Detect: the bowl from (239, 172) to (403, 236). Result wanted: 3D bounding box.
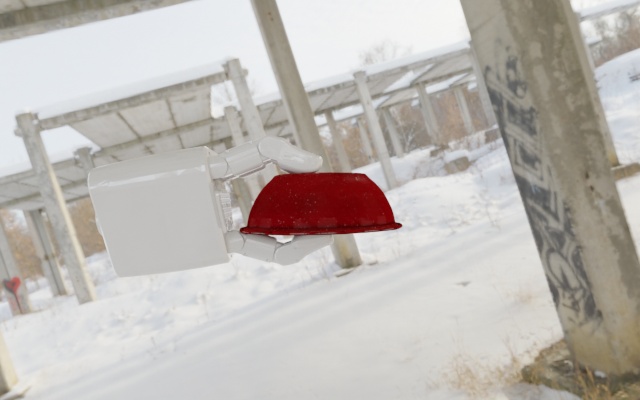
[{"bbox_3d":[0.001,0.001,0.476,0.162,0.055,0.162,-1,0,0],"label":"bowl"}]
